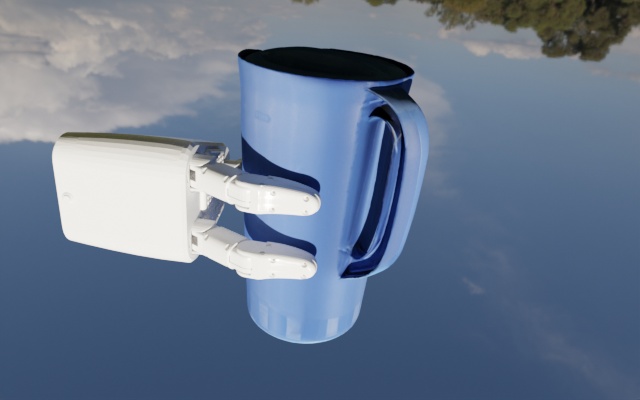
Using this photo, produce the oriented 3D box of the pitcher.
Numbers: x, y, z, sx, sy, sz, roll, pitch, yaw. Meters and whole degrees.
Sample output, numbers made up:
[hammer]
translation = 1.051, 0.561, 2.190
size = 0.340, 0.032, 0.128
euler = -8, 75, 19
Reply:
[pitcher]
translation = 0.000, 0.001, 0.401
size = 0.145, 0.243, 0.149
euler = 8, 26, 5
